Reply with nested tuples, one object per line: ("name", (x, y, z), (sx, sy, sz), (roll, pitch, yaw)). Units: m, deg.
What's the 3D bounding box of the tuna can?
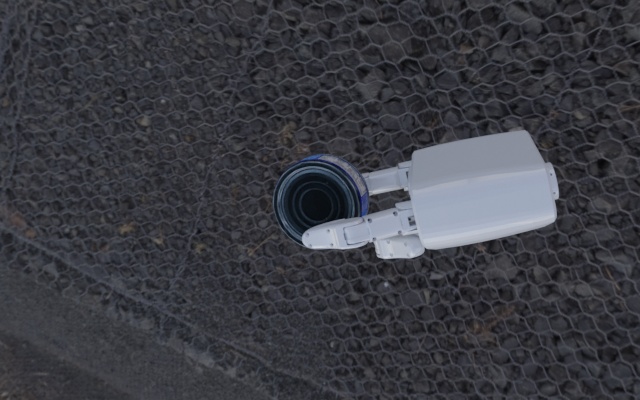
("tuna can", (0.000, 0.002, 0.441), (0.086, 0.086, 0.033), (0, 14, 18))
